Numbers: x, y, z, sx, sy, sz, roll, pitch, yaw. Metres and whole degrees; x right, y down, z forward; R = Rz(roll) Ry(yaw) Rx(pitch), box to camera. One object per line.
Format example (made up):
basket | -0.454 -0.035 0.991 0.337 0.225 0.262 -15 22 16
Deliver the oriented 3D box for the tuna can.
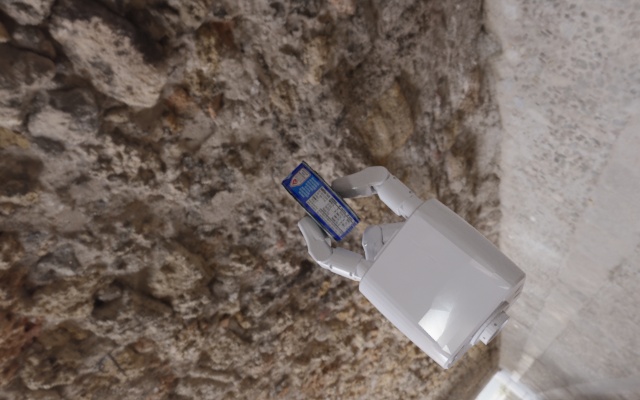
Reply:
tuna can | 0.000 0.002 0.483 0.034 0.086 0.086 -44 1 -1
